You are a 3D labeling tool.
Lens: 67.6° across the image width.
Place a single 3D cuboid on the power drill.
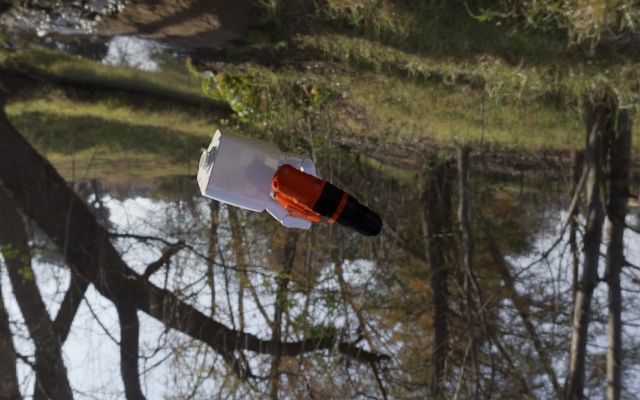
[{"bbox_3d":[0.000,0.003,0.788,0.184,0.057,0.187,30,-7,-10],"label":"power drill"}]
